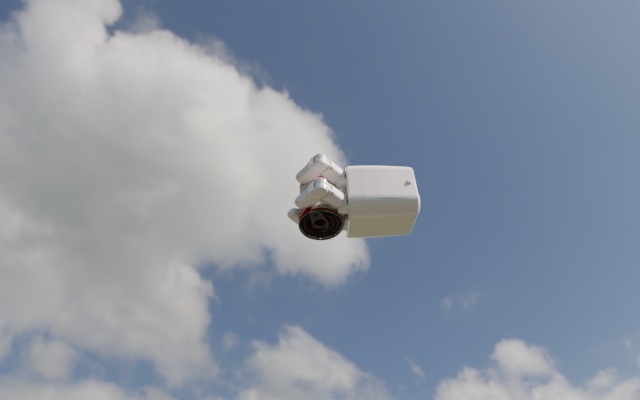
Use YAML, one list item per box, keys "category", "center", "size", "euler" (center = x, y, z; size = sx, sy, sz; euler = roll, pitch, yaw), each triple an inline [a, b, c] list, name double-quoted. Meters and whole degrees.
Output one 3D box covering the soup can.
- category: "soup can"
  center: [0.000, 0.002, 0.754]
  size: [0.068, 0.102, 0.069]
  euler: [-1, -44, -1]
